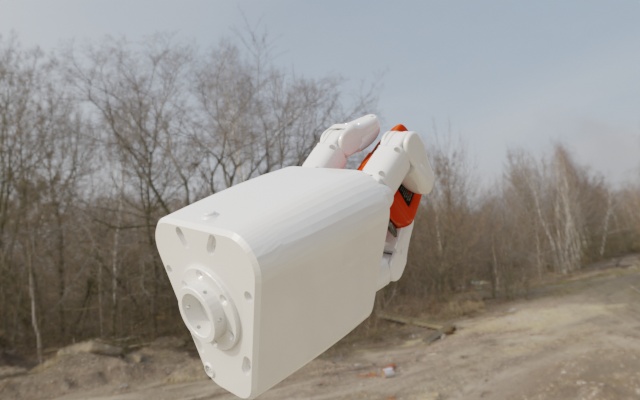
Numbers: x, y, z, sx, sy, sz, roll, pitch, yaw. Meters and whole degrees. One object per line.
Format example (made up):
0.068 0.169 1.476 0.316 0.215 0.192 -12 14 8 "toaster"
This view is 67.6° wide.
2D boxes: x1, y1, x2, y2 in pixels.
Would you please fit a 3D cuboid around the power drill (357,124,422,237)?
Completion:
0.000 0.001 0.430 0.188 0.057 0.184 -25 19 31 "power drill"
